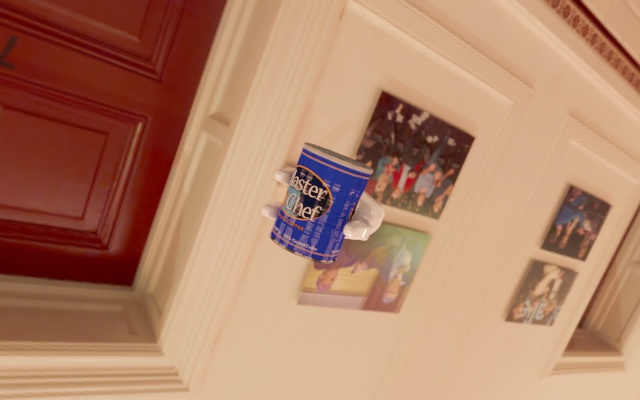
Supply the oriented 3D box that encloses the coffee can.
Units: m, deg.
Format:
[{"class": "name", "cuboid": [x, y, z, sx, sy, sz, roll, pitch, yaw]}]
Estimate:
[{"class": "coffee can", "cuboid": [0.000, 0.002, 0.667, 0.103, 0.140, 0.103, 21, 9, -4]}]
